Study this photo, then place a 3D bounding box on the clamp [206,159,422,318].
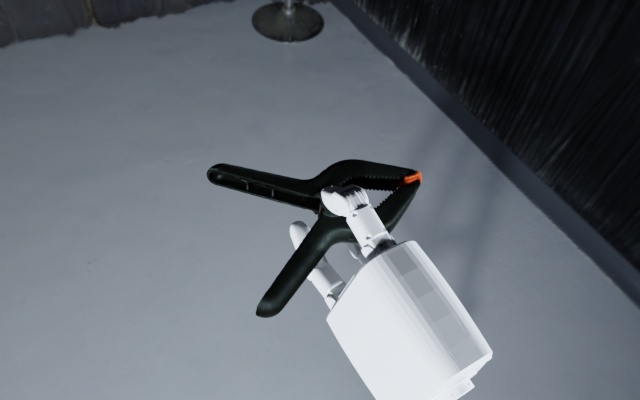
[{"bbox_3d":[0.001,0.001,0.469,0.210,0.164,0.036,-23,-27,-20],"label":"clamp"}]
